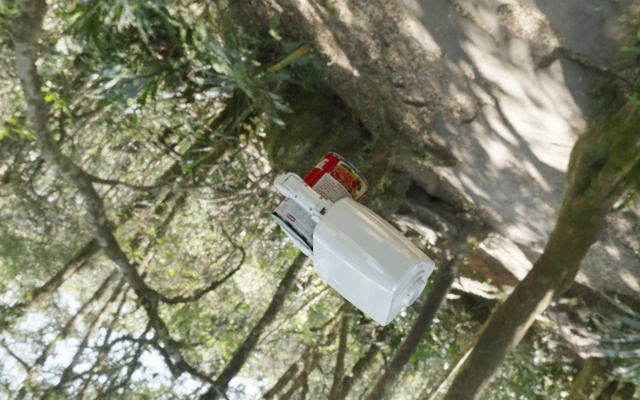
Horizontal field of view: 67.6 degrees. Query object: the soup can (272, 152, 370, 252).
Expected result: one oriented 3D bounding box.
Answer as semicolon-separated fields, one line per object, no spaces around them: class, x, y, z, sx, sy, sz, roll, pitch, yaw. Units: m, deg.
soup can;0.000;0.002;0.567;0.068;0.102;0.068;41;-10;9
